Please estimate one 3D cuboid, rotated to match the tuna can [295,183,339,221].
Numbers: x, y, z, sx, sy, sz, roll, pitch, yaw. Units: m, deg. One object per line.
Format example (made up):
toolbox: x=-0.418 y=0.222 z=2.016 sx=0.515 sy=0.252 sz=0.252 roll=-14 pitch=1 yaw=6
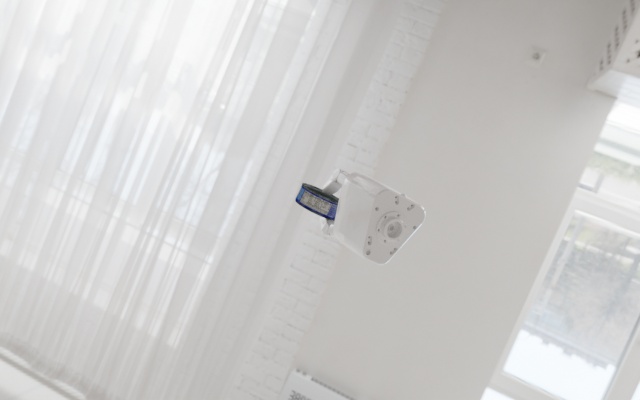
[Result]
tuna can: x=0.000 y=0.003 z=0.829 sx=0.086 sy=0.034 sz=0.086 roll=25 pitch=8 yaw=-4
